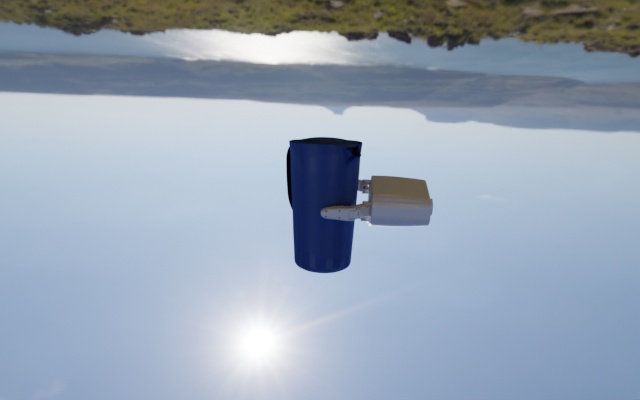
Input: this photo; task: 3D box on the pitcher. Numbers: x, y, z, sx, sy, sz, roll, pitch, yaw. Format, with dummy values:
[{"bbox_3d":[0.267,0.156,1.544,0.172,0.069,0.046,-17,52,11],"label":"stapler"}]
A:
[{"bbox_3d":[0.000,0.003,0.893,0.145,0.243,0.149,2,12,2],"label":"pitcher"}]
